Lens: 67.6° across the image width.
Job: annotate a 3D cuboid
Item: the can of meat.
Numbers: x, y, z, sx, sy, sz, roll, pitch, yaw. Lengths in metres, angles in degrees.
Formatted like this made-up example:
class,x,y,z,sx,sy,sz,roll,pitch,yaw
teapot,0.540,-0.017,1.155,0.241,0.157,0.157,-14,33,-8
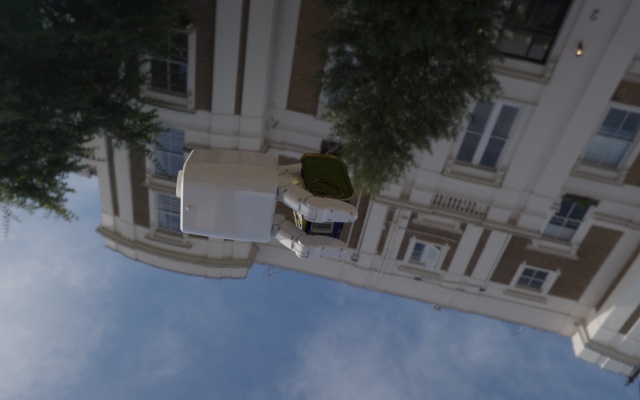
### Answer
class,x,y,z,sx,sy,sz,roll,pitch,yaw
can of meat,0.000,0.002,0.602,0.057,0.084,0.102,4,35,-13
